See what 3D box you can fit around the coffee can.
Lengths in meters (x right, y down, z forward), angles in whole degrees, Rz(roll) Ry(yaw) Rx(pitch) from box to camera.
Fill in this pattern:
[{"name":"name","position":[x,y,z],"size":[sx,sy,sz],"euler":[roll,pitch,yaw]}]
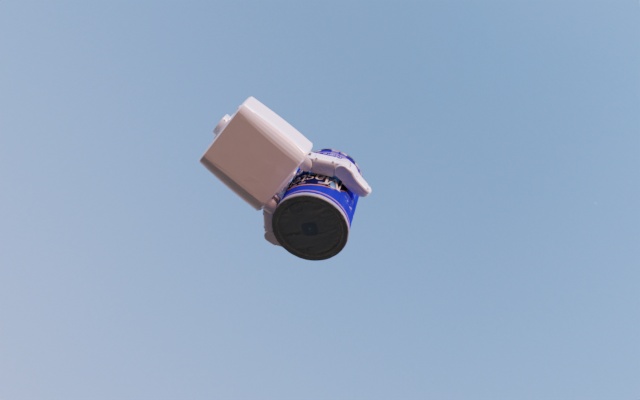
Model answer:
[{"name":"coffee can","position":[0.000,0.002,0.672],"size":[0.103,0.103,0.140],"euler":[0,30,14]}]
